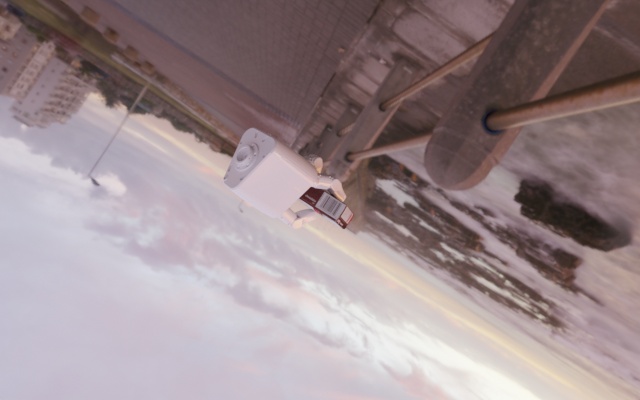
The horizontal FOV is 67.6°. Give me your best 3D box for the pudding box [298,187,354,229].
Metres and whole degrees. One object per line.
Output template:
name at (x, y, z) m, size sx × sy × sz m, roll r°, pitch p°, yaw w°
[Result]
pudding box at (0.000, 0.003, 0.860) m, size 0.113 × 0.039 × 0.090 m, roll 34°, pitch -2°, yaw 17°
